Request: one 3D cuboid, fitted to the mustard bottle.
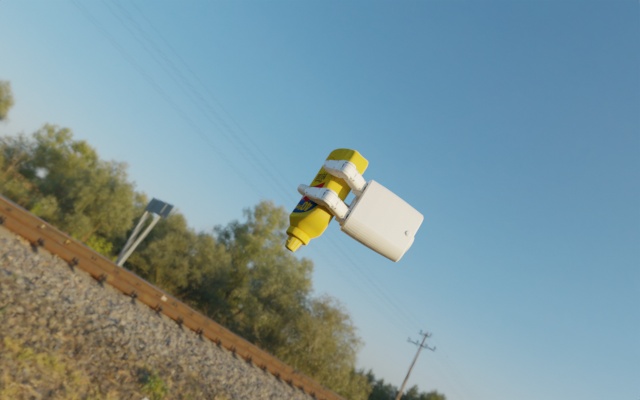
[{"bbox_3d":[0.000,0.002,0.800,0.058,0.191,0.096,40,-18,-23],"label":"mustard bottle"}]
